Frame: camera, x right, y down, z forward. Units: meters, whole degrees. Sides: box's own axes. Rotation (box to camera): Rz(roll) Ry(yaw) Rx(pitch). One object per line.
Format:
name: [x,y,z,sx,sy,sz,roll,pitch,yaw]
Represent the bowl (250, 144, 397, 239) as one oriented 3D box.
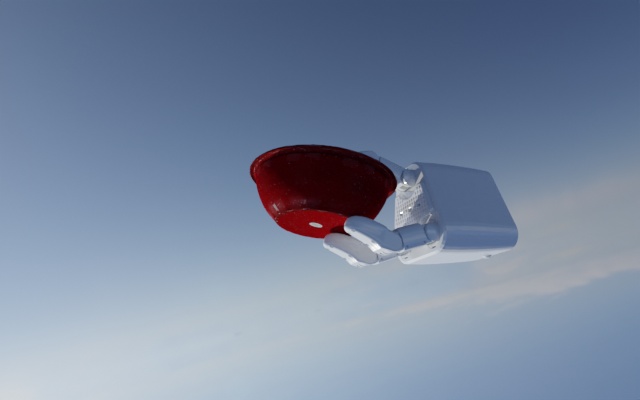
bowl: [-0.001,0.002,0.514,0.162,0.055,0.162,6,-22,2]
